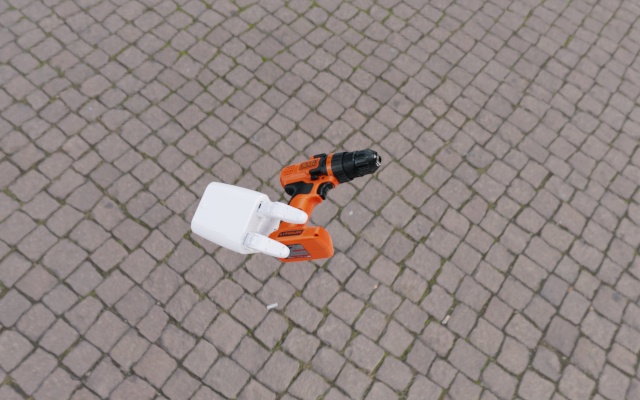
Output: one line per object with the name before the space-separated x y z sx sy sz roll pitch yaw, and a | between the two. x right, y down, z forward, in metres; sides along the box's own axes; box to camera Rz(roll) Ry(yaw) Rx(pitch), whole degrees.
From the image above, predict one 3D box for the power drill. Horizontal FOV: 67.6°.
power drill | 0.000 0.003 0.746 0.184 0.187 0.057 -12 -47 32
